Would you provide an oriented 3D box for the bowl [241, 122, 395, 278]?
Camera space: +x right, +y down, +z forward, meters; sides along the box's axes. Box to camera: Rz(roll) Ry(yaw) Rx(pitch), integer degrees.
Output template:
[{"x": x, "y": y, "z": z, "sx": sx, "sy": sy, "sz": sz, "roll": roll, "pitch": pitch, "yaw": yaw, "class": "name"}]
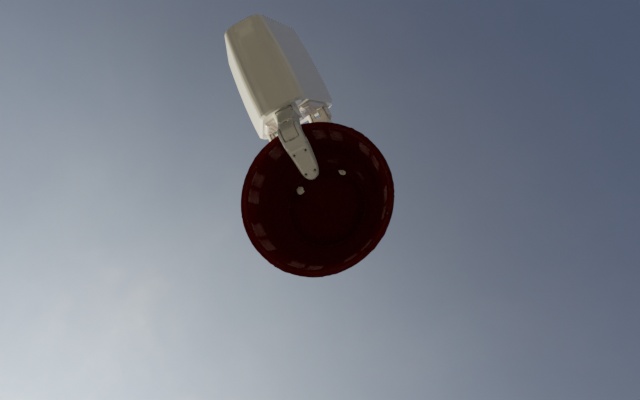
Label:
[{"x": 0.000, "y": 0.003, "z": 0.508, "sx": 0.162, "sy": 0.162, "sz": 0.055, "roll": 0, "pitch": -12, "yaw": 14, "class": "bowl"}]
